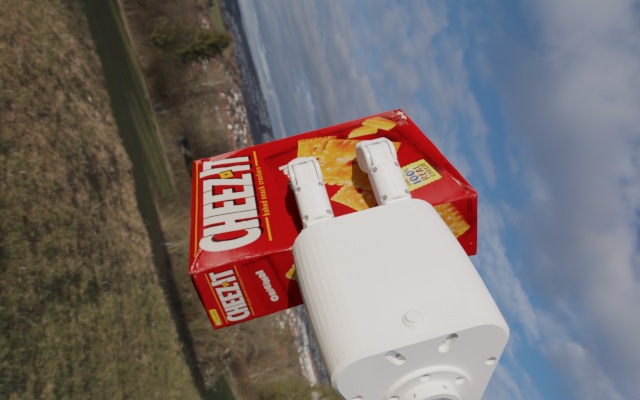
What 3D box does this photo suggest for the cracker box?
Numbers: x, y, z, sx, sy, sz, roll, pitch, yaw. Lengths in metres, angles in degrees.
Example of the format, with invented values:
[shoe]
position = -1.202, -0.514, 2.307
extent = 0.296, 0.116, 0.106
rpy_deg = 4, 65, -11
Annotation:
[cracker box]
position = 0.000, 0.001, 0.413
extent = 0.213, 0.072, 0.164
rpy_deg = -15, 35, -4
